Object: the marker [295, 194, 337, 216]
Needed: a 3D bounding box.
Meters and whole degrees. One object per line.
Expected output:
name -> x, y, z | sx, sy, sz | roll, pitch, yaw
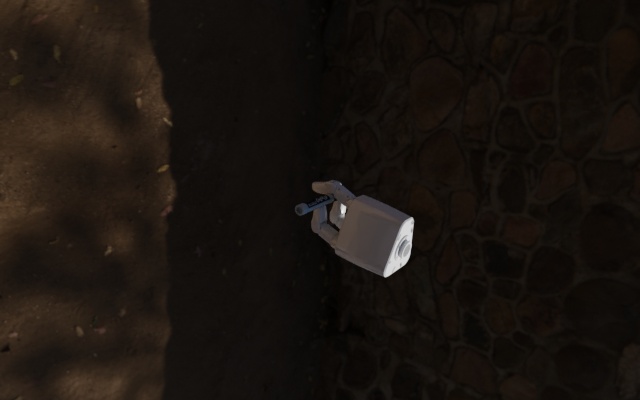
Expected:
marker -> 0.000, 0.003, 0.855 | 0.020, 0.020, 0.121 | 0, 13, 38
